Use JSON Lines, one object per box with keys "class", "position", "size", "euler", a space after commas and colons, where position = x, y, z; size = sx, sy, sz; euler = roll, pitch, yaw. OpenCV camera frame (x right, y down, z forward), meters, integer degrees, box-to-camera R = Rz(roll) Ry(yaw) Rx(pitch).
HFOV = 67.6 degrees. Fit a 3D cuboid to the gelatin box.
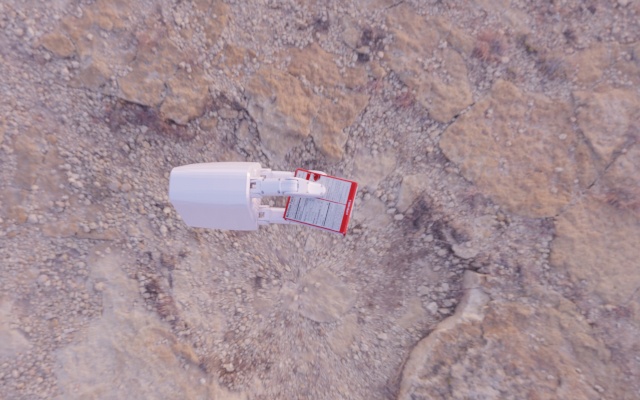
{"class": "gelatin box", "position": [0.000, 0.002, 0.655], "size": [0.089, 0.073, 0.030], "euler": [14, -9, 7]}
